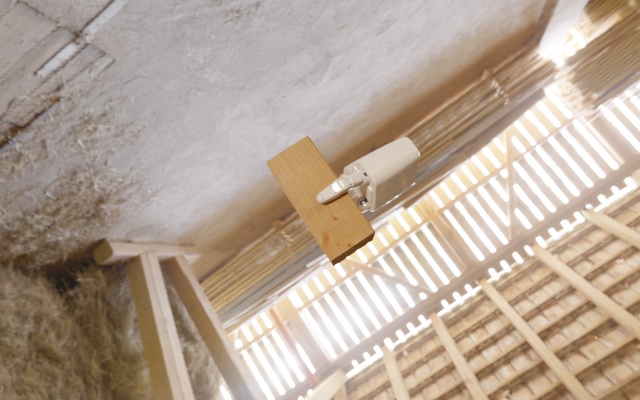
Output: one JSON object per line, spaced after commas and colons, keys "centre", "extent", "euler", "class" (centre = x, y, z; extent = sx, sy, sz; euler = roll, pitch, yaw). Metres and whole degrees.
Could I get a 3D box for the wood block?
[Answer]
{"centre": [0.001, 0.003, 0.844], "extent": [0.090, 0.206, 0.091], "euler": [-33, -14, -5], "class": "wood block"}
